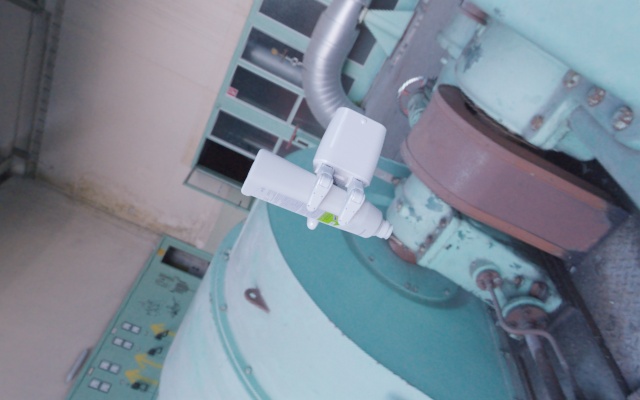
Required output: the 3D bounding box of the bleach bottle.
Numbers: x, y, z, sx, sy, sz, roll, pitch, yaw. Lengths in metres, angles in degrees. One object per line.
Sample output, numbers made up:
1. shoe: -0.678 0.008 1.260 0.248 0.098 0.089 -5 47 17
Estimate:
1. bleach bottle: 0.000 0.003 0.787 0.251 0.068 0.102 25 -18 -10
